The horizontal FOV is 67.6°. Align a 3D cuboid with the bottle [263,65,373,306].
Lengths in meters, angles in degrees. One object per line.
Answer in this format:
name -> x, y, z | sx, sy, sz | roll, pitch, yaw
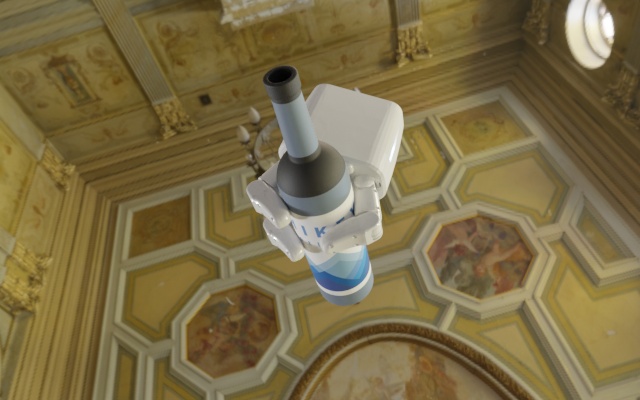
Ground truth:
bottle -> 0.000, 0.002, 0.467 | 0.069, 0.069, 0.296 | 0, -41, 16
